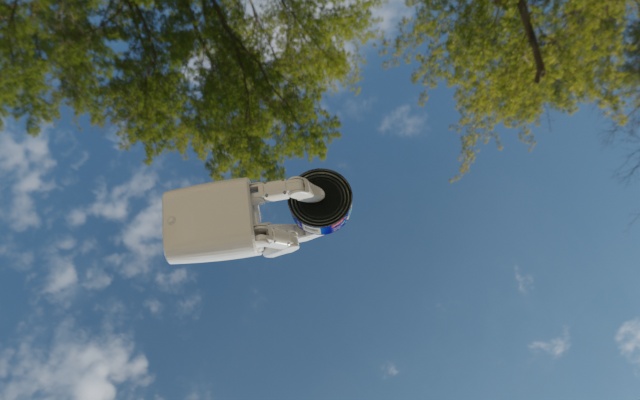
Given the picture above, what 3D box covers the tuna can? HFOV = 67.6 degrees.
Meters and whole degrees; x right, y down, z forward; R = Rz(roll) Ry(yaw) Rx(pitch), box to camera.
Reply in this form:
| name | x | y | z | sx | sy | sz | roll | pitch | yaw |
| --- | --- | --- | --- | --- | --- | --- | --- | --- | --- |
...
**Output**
| name | x | y | z | sx | sy | sz | roll | pitch | yaw |
| --- | --- | --- | --- | --- | --- | --- | --- | --- | --- |
| tuna can | 0.000 | 0.002 | 0.639 | 0.086 | 0.086 | 0.034 | 0 | -25 | 4 |
